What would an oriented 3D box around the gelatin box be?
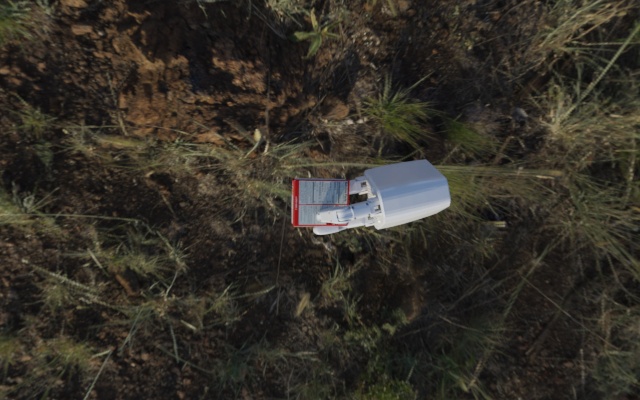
[{"bbox_3d":[0.000,0.003,0.745,0.089,0.073,0.030,0,7,-10],"label":"gelatin box"}]
